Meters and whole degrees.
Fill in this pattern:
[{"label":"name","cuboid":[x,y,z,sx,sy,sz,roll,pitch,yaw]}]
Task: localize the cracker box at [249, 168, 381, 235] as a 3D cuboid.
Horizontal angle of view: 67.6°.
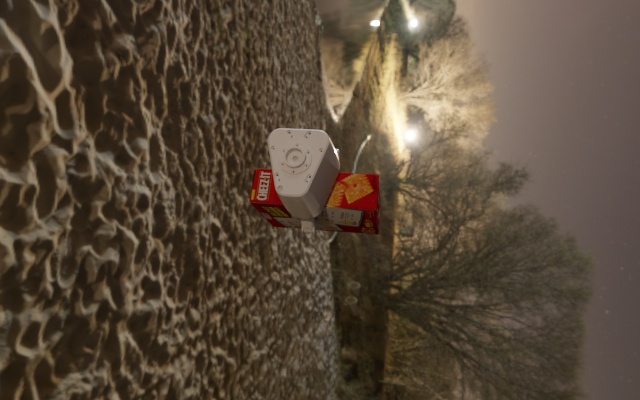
[{"label":"cracker box","cuboid":[0.000,0.003,0.861,0.213,0.072,0.164,4,-17,10]}]
